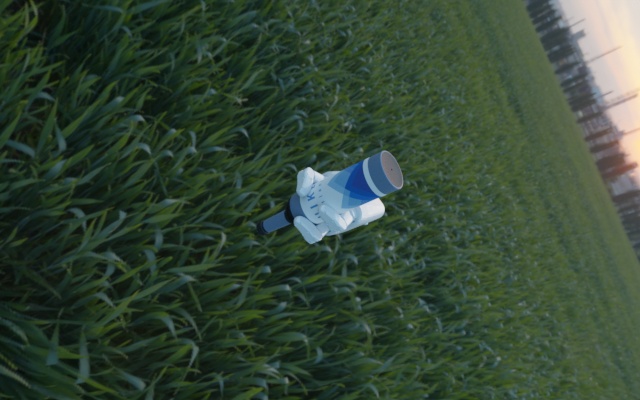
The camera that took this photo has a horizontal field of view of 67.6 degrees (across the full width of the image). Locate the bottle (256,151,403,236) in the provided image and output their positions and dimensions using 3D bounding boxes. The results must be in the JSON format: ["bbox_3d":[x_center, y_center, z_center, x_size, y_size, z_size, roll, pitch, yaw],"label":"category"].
[{"bbox_3d":[0.000,0.003,0.835,0.296,0.069,0.069,-25,-14,32],"label":"bottle"}]
